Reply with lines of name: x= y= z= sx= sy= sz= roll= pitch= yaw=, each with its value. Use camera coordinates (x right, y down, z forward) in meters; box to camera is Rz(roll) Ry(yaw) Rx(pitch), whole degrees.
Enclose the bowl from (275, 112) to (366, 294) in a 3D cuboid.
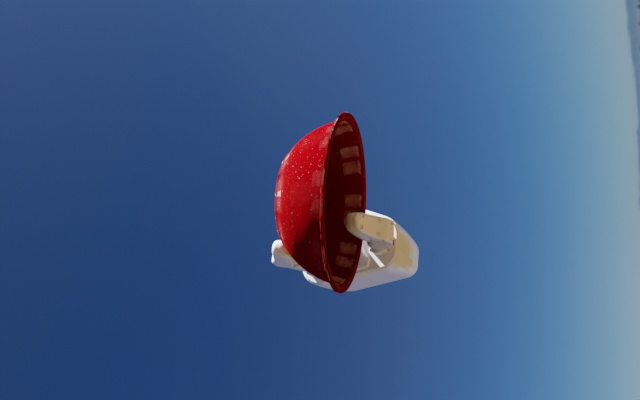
bowl: x=-0.001 y=0.001 z=0.436 sx=0.055 sy=0.162 sz=0.162 roll=2 pitch=1 yaw=16
